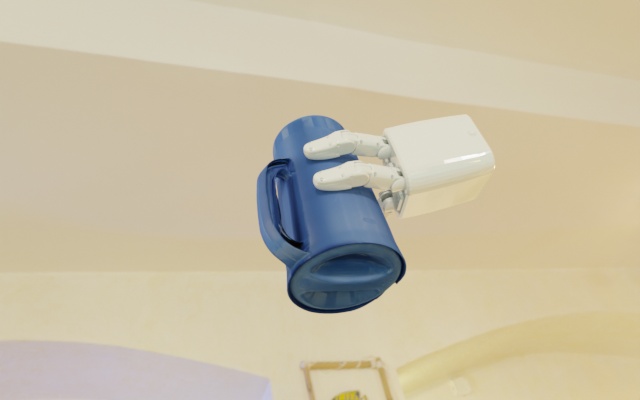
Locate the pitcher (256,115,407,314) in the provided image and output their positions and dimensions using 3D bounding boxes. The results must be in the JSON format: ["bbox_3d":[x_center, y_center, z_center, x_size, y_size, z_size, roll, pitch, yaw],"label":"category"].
[{"bbox_3d":[0.000,0.002,0.587,0.145,0.242,0.149,-12,-42,-3],"label":"pitcher"}]
